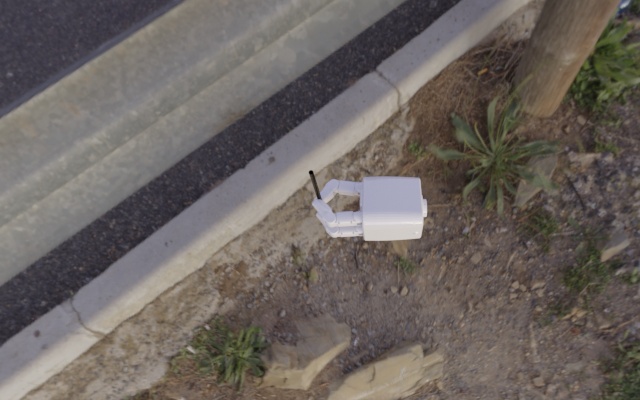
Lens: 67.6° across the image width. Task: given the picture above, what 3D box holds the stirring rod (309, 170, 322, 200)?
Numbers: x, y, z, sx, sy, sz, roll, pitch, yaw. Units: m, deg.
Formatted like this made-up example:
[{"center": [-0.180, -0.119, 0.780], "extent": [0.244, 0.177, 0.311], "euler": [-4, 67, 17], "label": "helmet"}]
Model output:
[{"center": [0.000, 0.003, 0.882], "extent": [0.011, 0.011, 0.240], "euler": [0, -24, 8], "label": "stirring rod"}]
